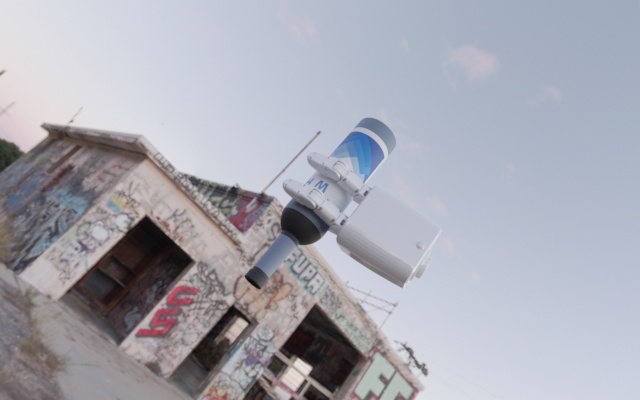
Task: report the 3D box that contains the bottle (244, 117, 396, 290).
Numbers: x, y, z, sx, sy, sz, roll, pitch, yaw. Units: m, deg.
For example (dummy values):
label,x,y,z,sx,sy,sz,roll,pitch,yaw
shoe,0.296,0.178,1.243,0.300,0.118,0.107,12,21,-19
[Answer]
label,x,y,z,sx,sy,sz,roll,pitch,yaw
bottle,0.000,0.002,0.666,0.295,0.069,0.069,-50,26,-24
